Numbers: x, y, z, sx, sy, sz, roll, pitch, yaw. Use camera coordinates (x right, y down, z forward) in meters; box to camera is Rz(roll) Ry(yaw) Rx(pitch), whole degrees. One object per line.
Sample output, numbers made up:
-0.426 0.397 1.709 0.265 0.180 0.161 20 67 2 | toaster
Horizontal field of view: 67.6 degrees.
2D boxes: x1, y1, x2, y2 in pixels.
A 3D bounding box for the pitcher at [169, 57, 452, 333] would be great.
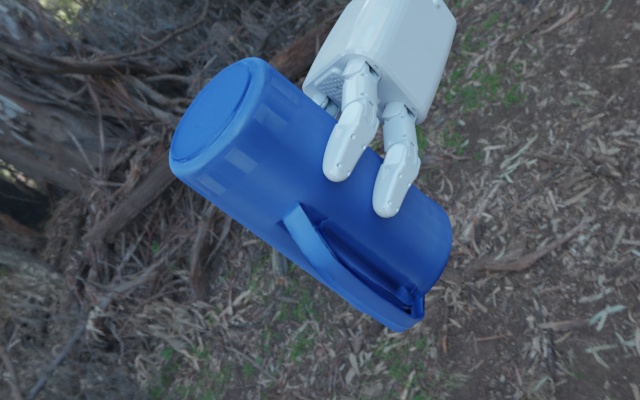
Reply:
0.000 0.001 0.407 0.243 0.145 0.149 37 -20 -34 | pitcher
